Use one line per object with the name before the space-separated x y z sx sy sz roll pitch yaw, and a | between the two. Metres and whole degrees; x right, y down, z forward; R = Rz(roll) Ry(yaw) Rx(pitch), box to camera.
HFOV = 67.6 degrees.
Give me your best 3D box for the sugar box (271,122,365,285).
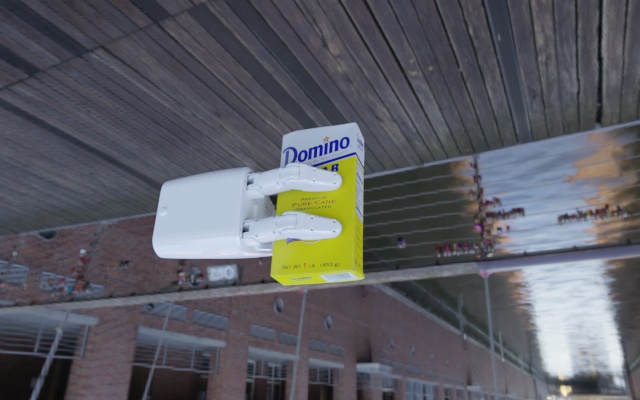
sugar box | 0.000 0.002 0.530 0.093 0.176 0.048 -6 -24 17
